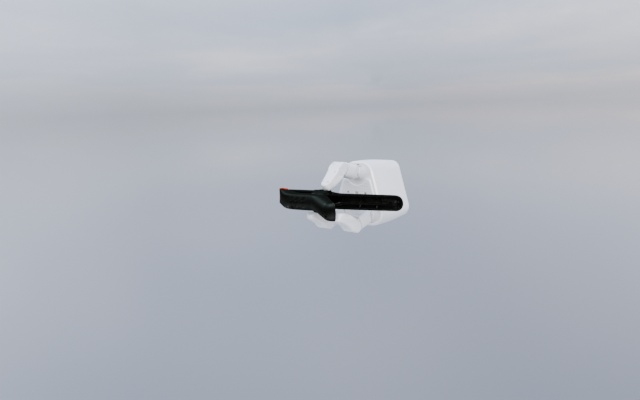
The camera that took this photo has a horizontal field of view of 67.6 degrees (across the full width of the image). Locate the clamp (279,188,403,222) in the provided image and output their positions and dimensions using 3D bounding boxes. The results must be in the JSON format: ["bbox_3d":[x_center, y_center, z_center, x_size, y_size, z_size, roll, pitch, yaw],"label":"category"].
[{"bbox_3d":[0.000,0.002,0.749,0.210,0.036,0.164,7,8,38],"label":"clamp"}]
